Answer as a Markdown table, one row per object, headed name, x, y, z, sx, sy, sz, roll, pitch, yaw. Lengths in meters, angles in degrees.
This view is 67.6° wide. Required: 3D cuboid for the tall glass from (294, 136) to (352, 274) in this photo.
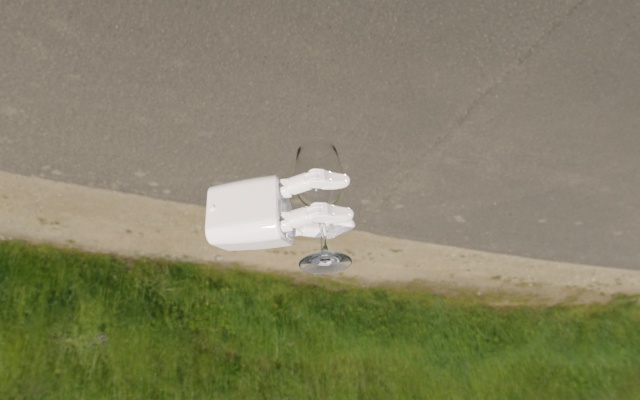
| name | x | y | z | sx | sy | sz | roll | pitch | yaw |
| --- | --- | --- | --- | --- | --- | --- | --- | --- | --- |
| tall glass | 0.000 | 0.003 | 0.710 | 0.079 | 0.201 | 0.079 | -3 | -30 | -2 |
